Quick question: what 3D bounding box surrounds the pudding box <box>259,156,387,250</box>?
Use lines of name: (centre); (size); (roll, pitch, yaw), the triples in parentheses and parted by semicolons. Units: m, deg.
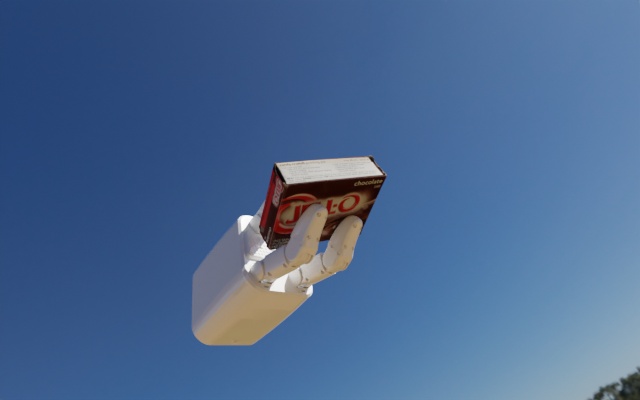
pudding box: (0.000, 0.002, 0.486); (0.113, 0.039, 0.090); (-9, -41, -28)
